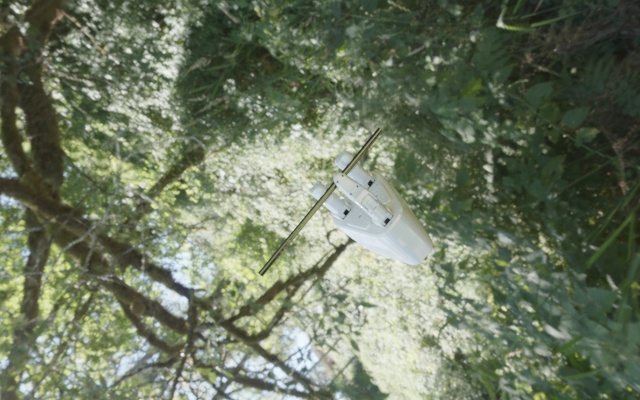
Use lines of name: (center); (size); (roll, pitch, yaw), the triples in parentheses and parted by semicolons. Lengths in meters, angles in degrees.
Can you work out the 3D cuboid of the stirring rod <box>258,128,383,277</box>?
stirring rod: (0.000, 0.002, 0.609); (0.011, 0.239, 0.011); (40, 0, 0)
